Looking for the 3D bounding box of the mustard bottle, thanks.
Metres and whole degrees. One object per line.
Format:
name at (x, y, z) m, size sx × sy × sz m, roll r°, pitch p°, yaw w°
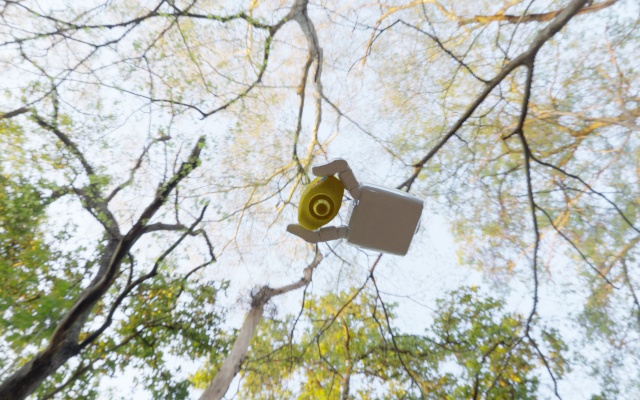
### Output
mustard bottle at (0.000, 0.002, 0.787) m, size 0.058 × 0.096 × 0.191 m, roll 39°, pitch 4°, yaw -5°
